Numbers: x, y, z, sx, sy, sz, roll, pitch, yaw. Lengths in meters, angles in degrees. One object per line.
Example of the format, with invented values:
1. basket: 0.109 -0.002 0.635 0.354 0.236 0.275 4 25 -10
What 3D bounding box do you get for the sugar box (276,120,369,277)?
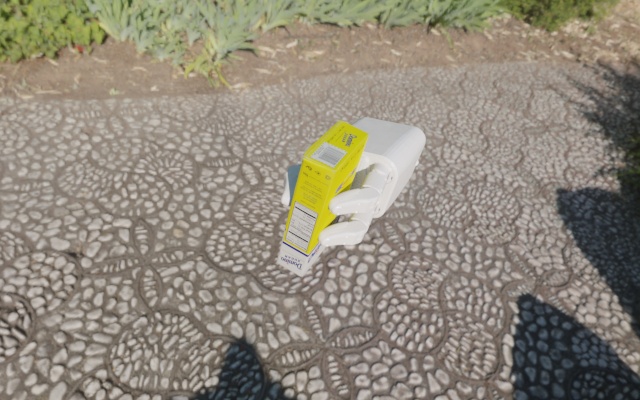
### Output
1. sugar box: 0.001 0.002 0.571 0.048 0.176 0.093 27 43 15
